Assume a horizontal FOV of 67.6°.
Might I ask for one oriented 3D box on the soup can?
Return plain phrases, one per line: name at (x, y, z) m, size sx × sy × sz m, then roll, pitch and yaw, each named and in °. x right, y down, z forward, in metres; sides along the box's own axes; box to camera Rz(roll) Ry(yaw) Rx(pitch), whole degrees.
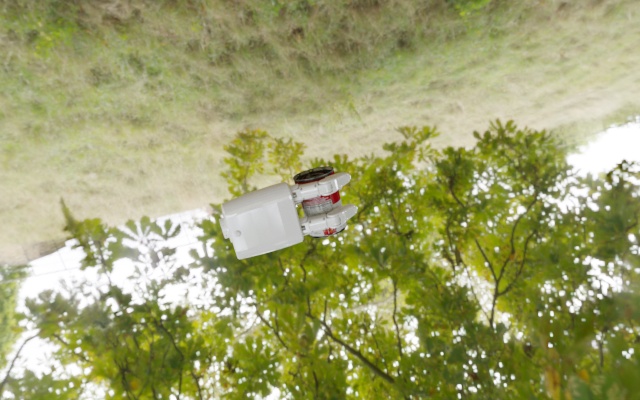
soup can at (0.001, 0.003, 0.783) m, size 0.068 × 0.102 × 0.068 m, roll -13°, pitch 16°, yaw 4°
